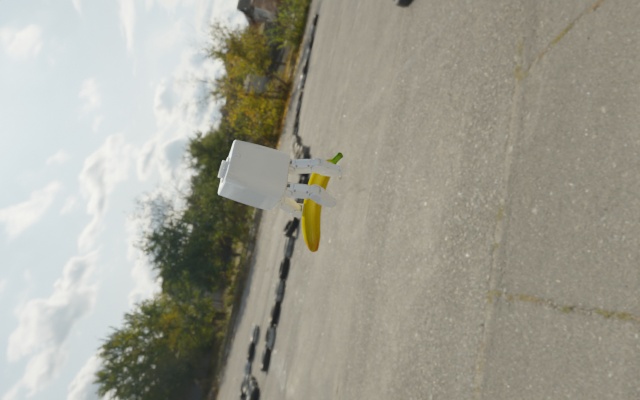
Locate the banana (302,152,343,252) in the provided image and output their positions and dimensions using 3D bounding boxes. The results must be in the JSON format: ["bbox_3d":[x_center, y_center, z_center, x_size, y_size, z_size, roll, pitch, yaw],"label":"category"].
[{"bbox_3d":[-0.007,0.002,0.909,0.037,0.197,0.069,19,-15,-22],"label":"banana"}]
